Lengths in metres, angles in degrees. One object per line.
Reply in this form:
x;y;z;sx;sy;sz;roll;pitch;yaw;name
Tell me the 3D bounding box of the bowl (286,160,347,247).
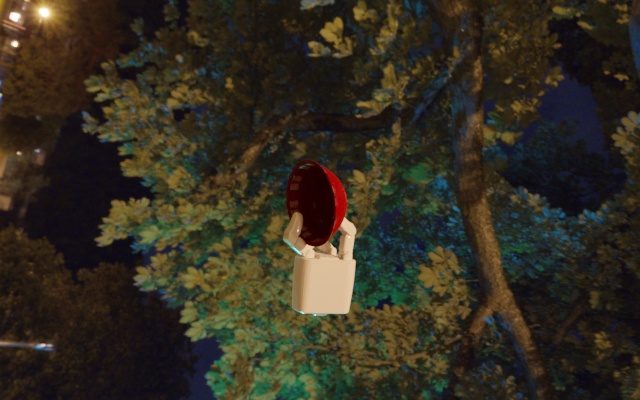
0.001;0.002;0.892;0.055;0.162;0.162;-8;5;-35;bowl
